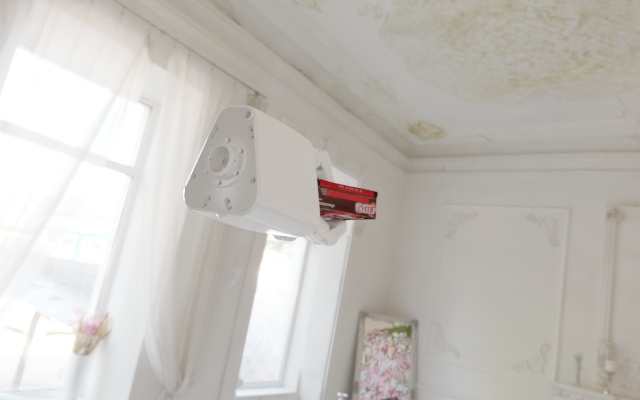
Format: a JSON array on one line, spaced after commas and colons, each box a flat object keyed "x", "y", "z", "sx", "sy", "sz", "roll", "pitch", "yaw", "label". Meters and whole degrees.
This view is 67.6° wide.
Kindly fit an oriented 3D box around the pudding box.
[{"x": 0.000, "y": 0.002, "z": 0.578, "sx": 0.090, "sy": 0.039, "sz": 0.113, "roll": 12, "pitch": -8, "yaw": -32, "label": "pudding box"}]
